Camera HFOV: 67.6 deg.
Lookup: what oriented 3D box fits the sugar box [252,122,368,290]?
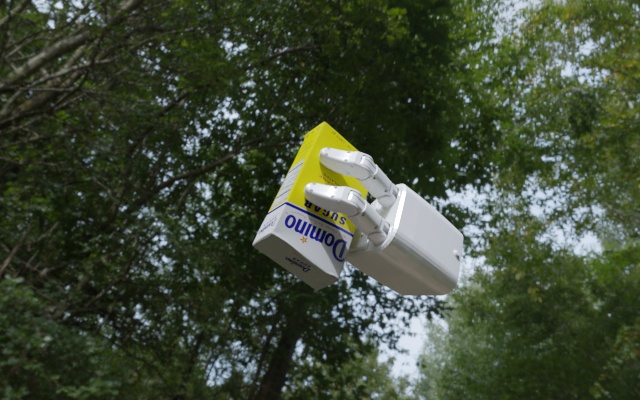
[{"bbox_3d":[0.001,0.002,0.541,0.093,0.176,0.048,38,-43,-20],"label":"sugar box"}]
